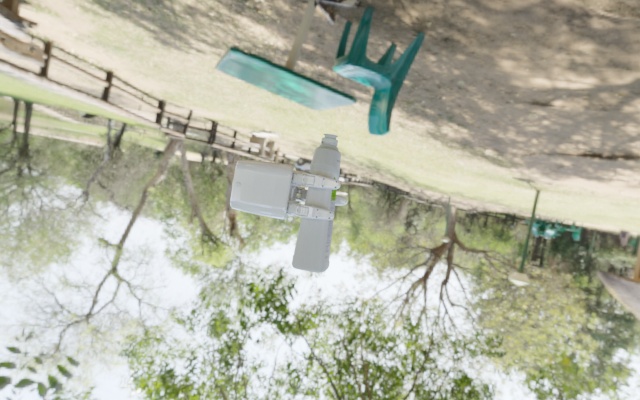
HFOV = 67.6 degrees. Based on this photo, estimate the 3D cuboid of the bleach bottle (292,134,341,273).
[{"bbox_3d":[0.000,0.003,0.893,0.068,0.251,0.102,9,1,6],"label":"bleach bottle"}]
